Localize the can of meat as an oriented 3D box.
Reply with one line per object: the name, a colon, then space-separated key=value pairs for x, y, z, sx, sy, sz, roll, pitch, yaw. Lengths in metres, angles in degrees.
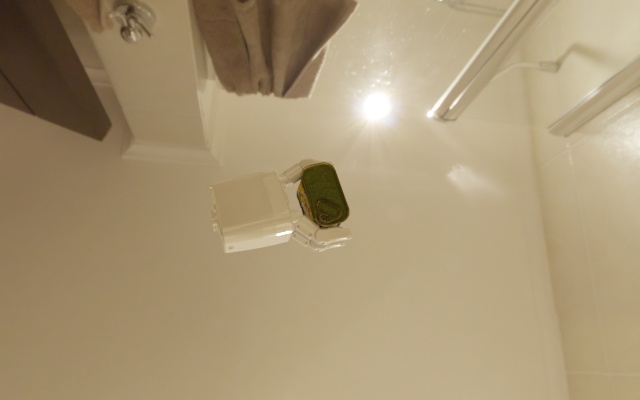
can of meat: x=0.000 y=0.003 z=0.768 sx=0.057 sy=0.102 sz=0.084 roll=-15 pitch=-16 yaw=-15
